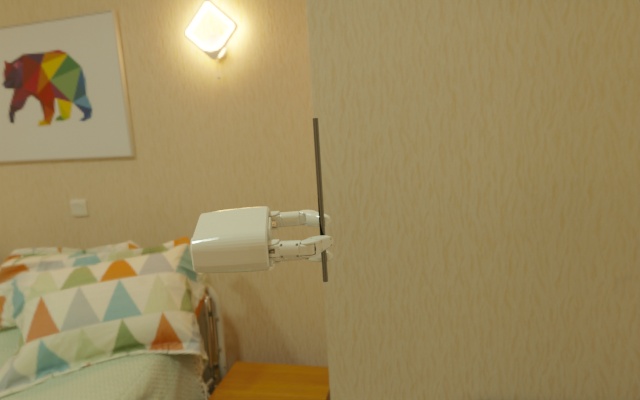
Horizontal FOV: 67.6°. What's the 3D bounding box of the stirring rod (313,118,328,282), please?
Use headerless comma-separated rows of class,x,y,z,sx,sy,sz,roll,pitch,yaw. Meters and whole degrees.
stirring rod,0.000,0.002,0.692,0.011,0.239,0.011,-3,10,1
